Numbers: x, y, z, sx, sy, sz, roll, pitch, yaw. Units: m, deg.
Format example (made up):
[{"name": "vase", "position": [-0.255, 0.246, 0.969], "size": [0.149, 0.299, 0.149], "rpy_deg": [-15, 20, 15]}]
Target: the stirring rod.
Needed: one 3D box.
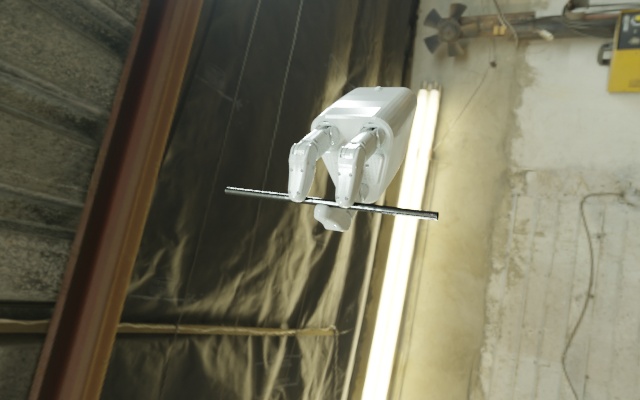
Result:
[{"name": "stirring rod", "position": [0.000, 0.002, 0.487], "size": [0.239, 0.011, 0.011], "rpy_deg": [7, 3, 28]}]
